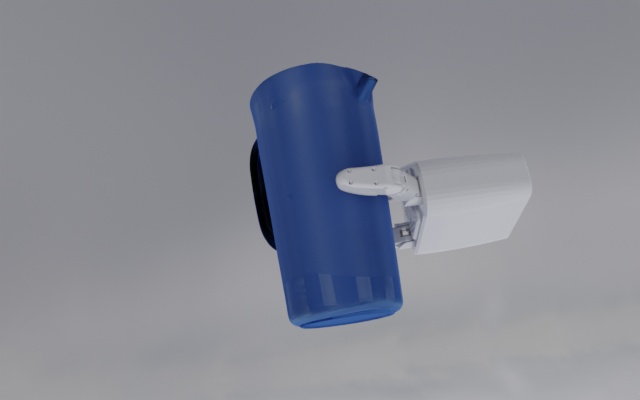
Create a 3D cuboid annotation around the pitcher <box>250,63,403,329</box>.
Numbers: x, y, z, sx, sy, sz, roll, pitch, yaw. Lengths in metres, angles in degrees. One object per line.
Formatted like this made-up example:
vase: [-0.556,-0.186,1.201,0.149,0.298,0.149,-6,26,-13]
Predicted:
pitcher: [0.000,0.002,0.486,0.145,0.242,0.149,-7,-19,-4]
